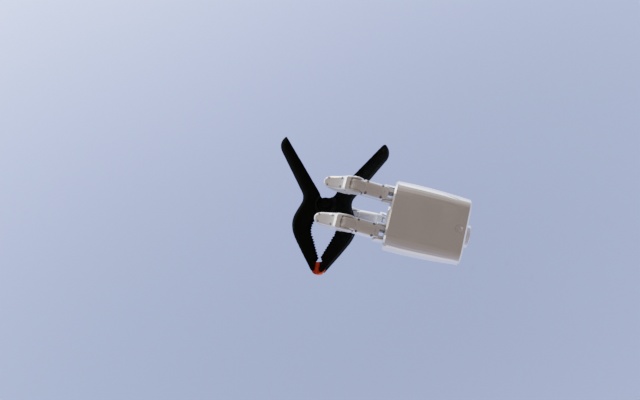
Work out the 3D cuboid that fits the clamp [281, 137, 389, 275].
[{"bbox_3d":[0.000,0.003,0.708,0.164,0.210,0.036,13,-10,12],"label":"clamp"}]
